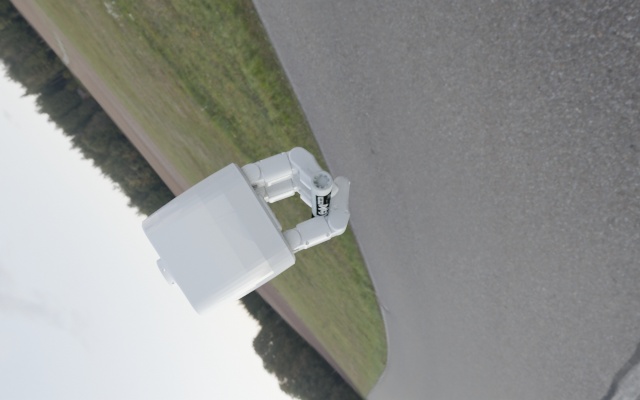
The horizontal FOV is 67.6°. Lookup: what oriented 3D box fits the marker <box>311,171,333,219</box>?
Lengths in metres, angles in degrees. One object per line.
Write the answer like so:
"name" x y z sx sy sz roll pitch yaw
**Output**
"marker" 0.000 0.001 0.459 0.020 0.020 0.121 0 -18 -1
